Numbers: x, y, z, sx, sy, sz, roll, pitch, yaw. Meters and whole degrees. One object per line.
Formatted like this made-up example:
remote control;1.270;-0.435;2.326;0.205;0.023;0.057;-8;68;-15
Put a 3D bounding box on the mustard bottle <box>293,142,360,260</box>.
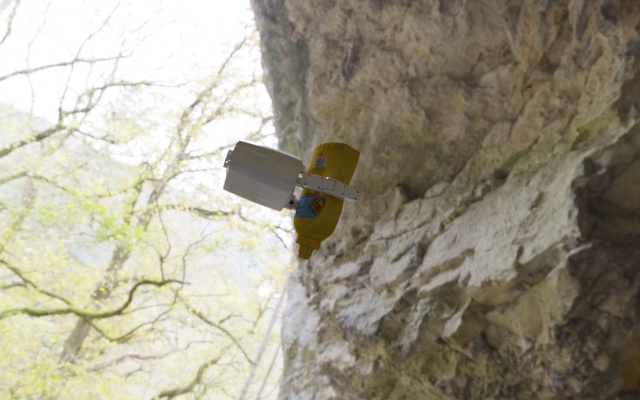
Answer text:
mustard bottle;0.000;0.002;0.777;0.058;0.191;0.096;25;-13;-33
